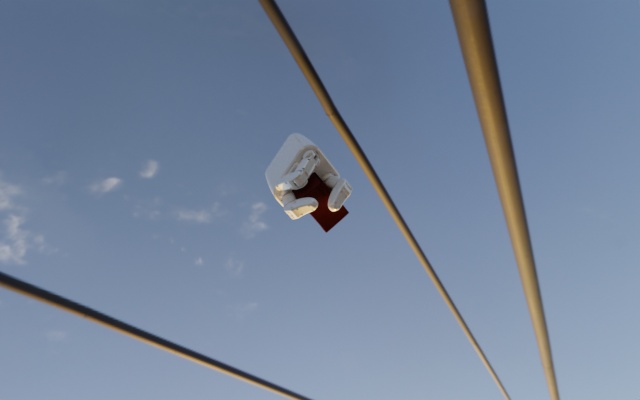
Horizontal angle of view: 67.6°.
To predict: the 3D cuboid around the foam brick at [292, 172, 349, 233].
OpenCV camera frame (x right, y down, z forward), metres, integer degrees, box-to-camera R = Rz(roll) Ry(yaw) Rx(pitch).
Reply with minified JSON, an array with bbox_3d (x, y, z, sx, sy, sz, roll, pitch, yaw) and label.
[{"bbox_3d":[0.000,0.003,0.793,0.053,0.078,0.051,-39,27,1],"label":"foam brick"}]
